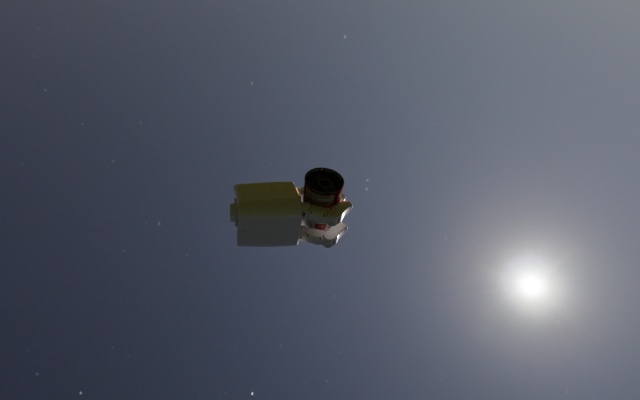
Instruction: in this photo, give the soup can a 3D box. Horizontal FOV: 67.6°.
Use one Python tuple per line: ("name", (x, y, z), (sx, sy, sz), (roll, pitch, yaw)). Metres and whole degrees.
("soup can", (0.001, 0.003, 0.839), (0.068, 0.102, 0.068), (6, 41, -5))
